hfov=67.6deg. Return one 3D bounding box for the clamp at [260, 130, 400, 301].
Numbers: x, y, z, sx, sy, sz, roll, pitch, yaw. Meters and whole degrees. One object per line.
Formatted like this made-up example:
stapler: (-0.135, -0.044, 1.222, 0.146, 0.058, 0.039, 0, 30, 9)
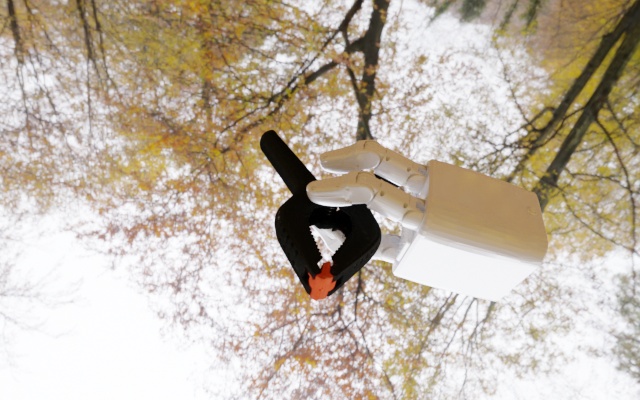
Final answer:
clamp: (0.000, 0.002, 0.446, 0.164, 0.036, 0.209, 15, 38, 3)
